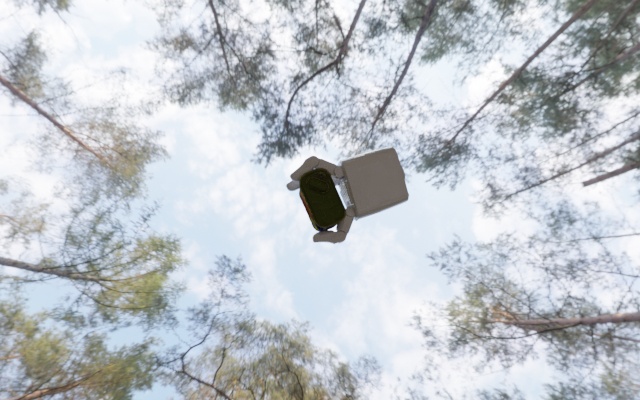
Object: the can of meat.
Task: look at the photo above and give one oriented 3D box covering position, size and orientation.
[{"bbox_3d":[0.000,0.003,0.852,0.057,0.102,0.084,-22,-9,-9],"label":"can of meat"}]
